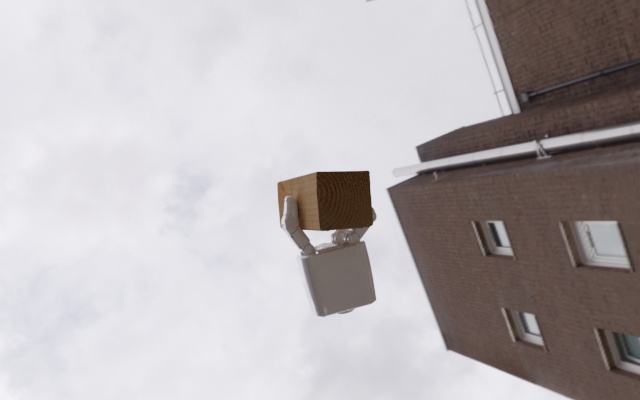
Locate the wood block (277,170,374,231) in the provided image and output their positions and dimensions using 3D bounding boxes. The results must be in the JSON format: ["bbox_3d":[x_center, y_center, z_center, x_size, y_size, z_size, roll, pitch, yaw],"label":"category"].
[{"bbox_3d":[0.000,0.003,0.811,0.091,0.090,0.206,-3,-1,-22],"label":"wood block"}]
